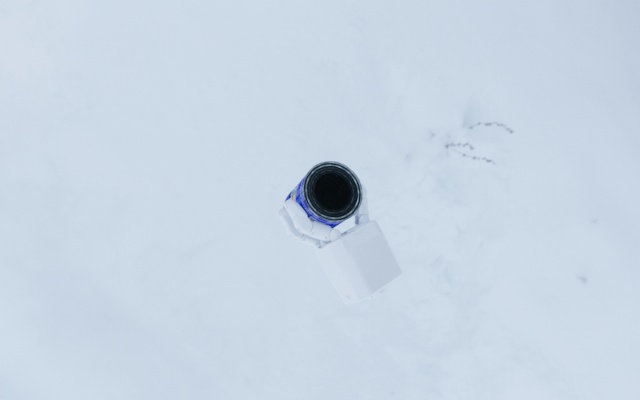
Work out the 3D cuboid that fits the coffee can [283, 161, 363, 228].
[{"bbox_3d":[0.000,0.003,0.827,0.103,0.102,0.140,0,-15,-17],"label":"coffee can"}]
